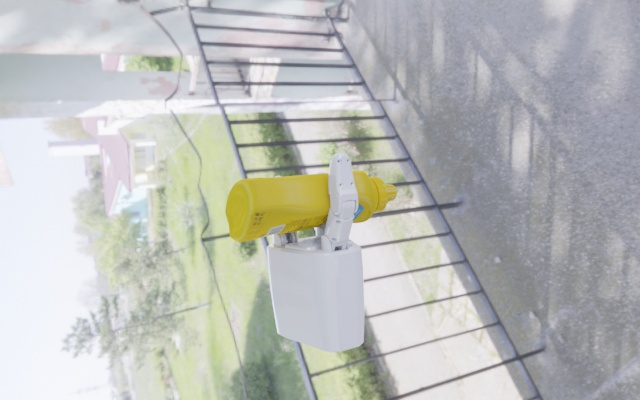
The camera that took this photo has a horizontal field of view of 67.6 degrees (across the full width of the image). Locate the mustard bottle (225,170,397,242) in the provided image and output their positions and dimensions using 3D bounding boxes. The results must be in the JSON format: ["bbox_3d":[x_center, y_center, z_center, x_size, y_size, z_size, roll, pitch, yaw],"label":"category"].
[{"bbox_3d":[0.000,0.001,0.519,0.191,0.058,0.096,-7,-19,-26],"label":"mustard bottle"}]
